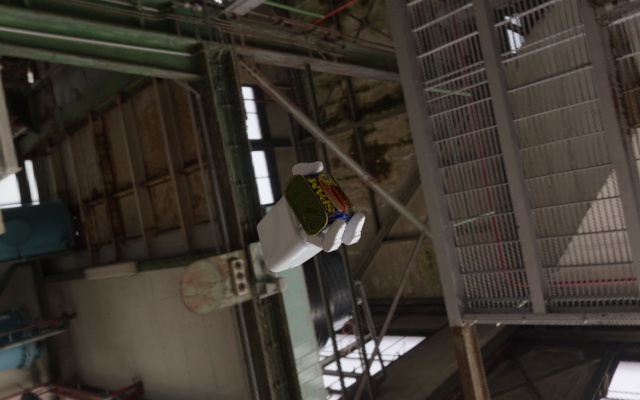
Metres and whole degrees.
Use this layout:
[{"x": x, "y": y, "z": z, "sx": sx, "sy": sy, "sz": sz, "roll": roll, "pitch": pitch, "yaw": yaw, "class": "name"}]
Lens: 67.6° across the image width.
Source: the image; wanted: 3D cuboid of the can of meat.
[{"x": 0.000, "y": 0.002, "z": 0.807, "sx": 0.084, "sy": 0.102, "sz": 0.057, "roll": -10, "pitch": -29, "yaw": -49, "class": "can of meat"}]
